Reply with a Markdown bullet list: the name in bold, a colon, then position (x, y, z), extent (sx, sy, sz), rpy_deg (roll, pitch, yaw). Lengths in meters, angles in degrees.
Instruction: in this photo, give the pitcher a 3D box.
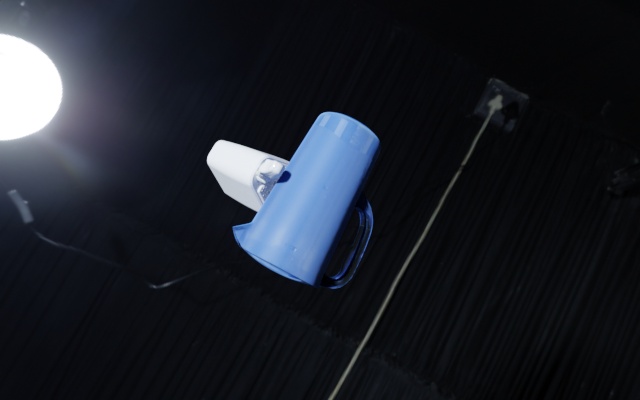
- **pitcher**: position (0.000, 0.002, 0.707), extent (0.145, 0.243, 0.149), rpy_deg (23, -11, 33)
